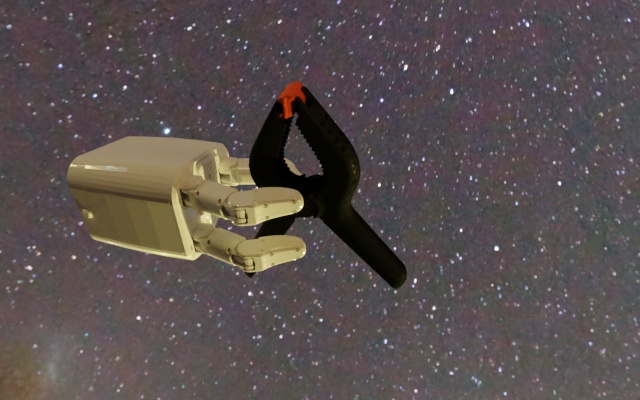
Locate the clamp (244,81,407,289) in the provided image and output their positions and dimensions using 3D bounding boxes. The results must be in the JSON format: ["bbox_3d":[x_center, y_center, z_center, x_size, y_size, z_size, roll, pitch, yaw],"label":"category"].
[{"bbox_3d":[0.000,0.000,0.419,0.164,0.210,0.036,7,38,10],"label":"clamp"}]
